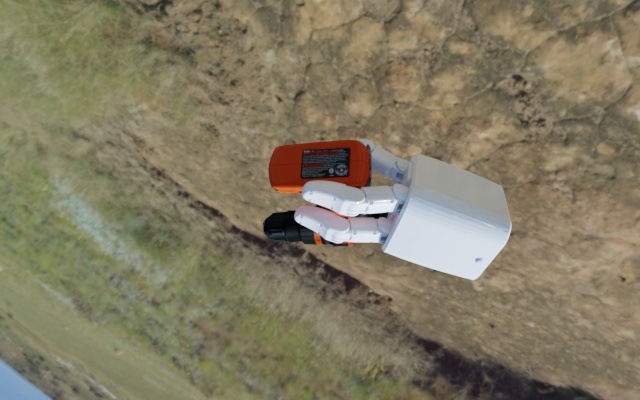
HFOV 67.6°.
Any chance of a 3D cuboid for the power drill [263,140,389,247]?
[{"bbox_3d":[0.000,0.002,0.568,0.184,0.057,0.188,-4,-25,11],"label":"power drill"}]
